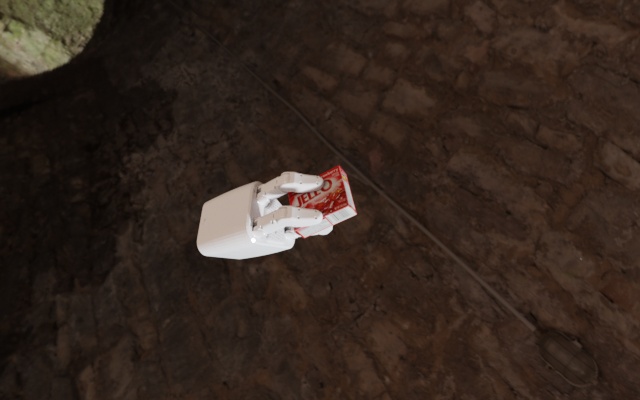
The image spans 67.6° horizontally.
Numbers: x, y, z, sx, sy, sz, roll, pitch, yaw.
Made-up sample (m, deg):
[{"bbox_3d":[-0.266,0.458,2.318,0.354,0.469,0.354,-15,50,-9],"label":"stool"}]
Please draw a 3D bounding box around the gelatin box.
[{"bbox_3d":[0.001,0.002,0.673,0.089,0.073,0.030,-25,-39,18],"label":"gelatin box"}]
